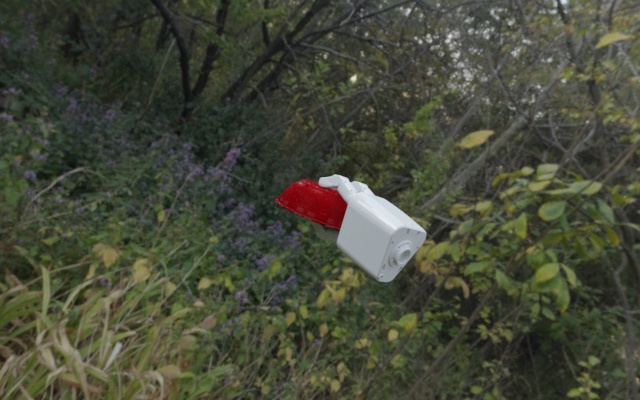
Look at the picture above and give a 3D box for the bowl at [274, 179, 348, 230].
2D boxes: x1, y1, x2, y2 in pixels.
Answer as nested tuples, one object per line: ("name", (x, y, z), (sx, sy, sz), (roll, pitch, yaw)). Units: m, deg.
("bowl", (-0.001, 0.002, 0.873), (0.162, 0.055, 0.162), (21, 6, -2))
